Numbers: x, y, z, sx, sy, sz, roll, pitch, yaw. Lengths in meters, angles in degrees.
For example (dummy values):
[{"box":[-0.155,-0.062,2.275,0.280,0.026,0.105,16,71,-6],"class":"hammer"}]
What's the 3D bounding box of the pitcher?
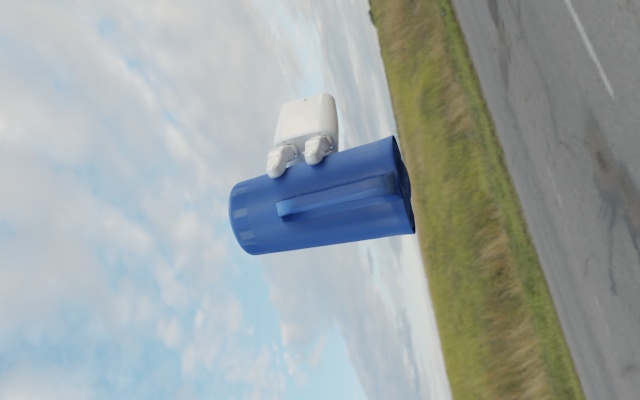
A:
[{"box":[0.000,0.002,0.646,0.243,0.145,0.149,-13,-46,14],"class":"pitcher"}]
